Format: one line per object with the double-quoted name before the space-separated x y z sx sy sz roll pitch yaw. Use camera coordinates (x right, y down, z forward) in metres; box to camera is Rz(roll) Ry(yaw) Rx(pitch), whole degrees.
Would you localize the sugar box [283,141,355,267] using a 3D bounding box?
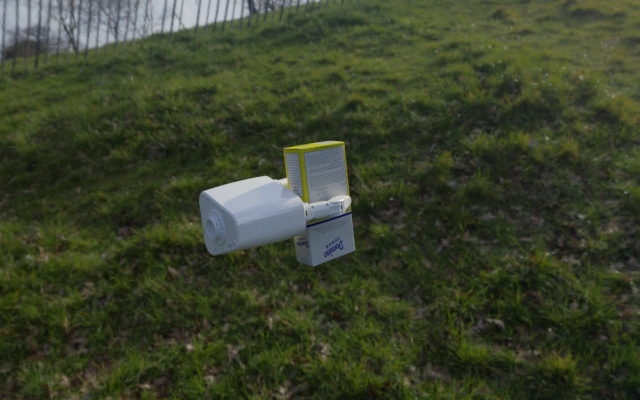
"sugar box" 0.000 0.002 0.725 0.093 0.176 0.048 -14 16 -39
